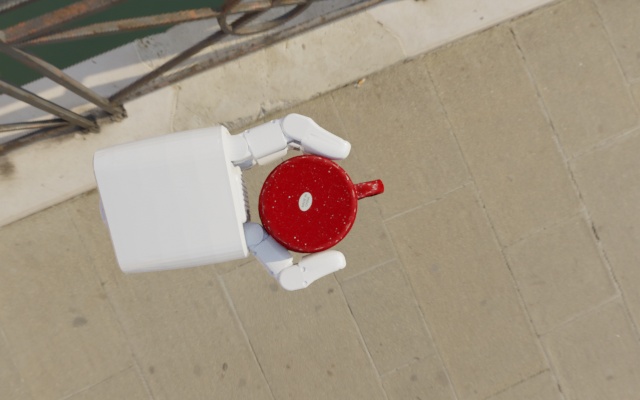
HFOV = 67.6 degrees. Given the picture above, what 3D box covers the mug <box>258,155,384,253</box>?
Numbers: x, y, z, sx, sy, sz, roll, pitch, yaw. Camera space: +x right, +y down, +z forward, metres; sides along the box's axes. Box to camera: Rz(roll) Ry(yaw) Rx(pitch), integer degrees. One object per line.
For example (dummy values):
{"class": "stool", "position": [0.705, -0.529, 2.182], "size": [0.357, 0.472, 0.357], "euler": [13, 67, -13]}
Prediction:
{"class": "mug", "position": [0.002, 0.001, 0.425], "size": [0.117, 0.093, 0.081], "euler": [-11, -1, -3]}
